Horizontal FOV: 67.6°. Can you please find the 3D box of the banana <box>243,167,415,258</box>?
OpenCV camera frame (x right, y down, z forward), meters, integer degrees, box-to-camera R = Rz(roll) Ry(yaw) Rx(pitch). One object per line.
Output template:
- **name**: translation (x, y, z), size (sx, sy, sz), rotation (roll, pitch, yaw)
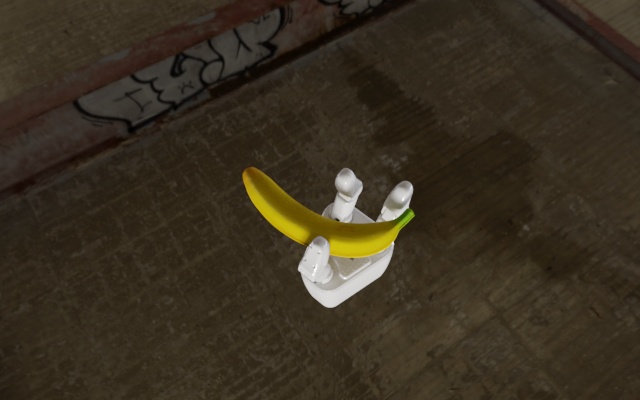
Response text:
- **banana**: translation (-0.003, 0.019, 0.523), size (0.198, 0.069, 0.037), rotation (16, -17, 11)
